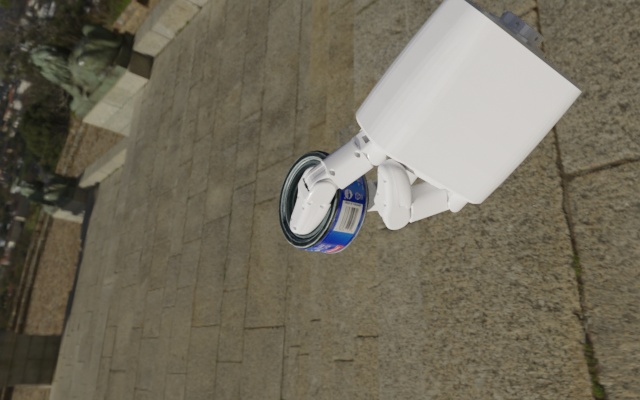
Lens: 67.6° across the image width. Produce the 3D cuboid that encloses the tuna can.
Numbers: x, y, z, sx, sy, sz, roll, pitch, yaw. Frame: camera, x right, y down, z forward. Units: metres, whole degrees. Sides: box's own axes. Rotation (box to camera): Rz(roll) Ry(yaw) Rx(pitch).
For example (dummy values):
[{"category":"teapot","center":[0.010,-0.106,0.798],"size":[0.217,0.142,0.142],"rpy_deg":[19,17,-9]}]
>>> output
[{"category":"tuna can","center":[0.000,0.001,0.408],"size":[0.034,0.086,0.086],"rpy_deg":[11,-7,-37]}]
